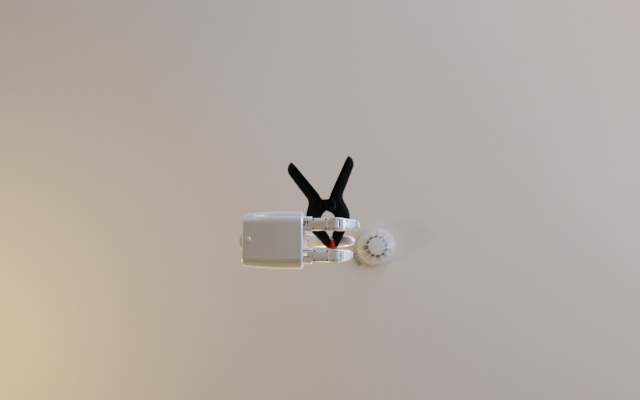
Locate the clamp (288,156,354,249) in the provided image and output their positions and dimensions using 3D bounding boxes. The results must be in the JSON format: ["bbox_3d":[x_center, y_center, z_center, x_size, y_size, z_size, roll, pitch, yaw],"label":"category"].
[{"bbox_3d":[0.000,0.003,0.862,0.120,0.171,0.039,1,-7,-2],"label":"clamp"}]
